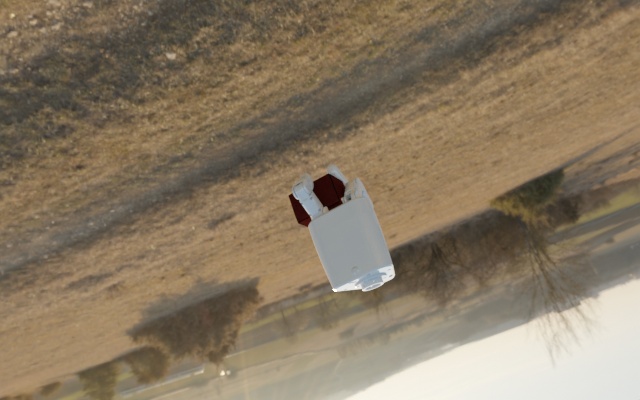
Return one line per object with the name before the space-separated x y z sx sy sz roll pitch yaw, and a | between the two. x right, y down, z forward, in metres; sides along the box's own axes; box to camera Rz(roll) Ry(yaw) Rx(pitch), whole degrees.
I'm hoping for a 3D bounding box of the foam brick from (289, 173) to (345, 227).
foam brick | 0.000 0.002 0.738 0.078 0.051 0.053 -28 -23 19
